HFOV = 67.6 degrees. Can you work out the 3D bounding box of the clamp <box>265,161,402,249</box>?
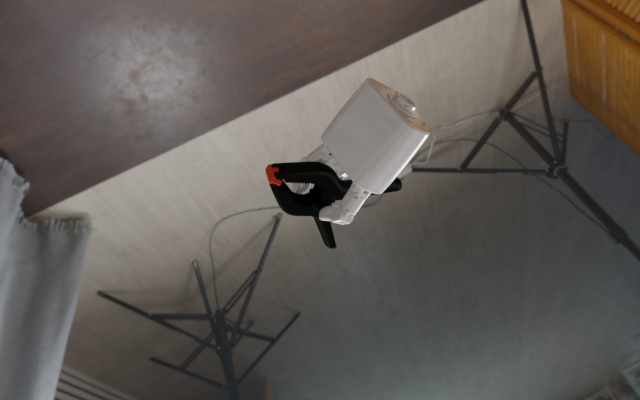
[{"bbox_3d":[0.000,0.003,0.704,0.210,0.036,0.165,16,-54,-36],"label":"clamp"}]
